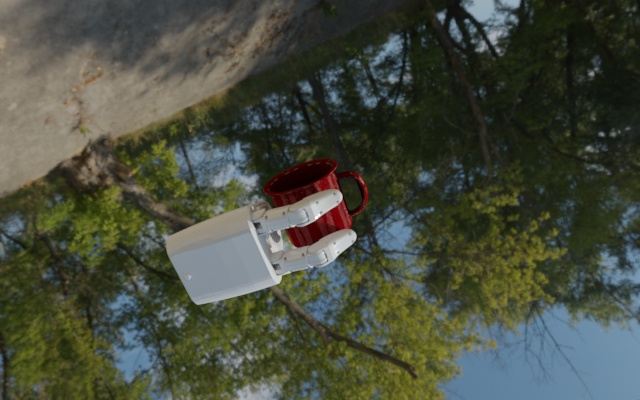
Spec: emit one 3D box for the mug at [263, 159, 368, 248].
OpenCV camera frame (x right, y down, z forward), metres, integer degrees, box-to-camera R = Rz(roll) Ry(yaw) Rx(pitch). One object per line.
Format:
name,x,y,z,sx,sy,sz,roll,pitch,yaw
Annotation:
mug,0.002,0.002,0.577,0.117,0.081,0.093,-17,21,10
